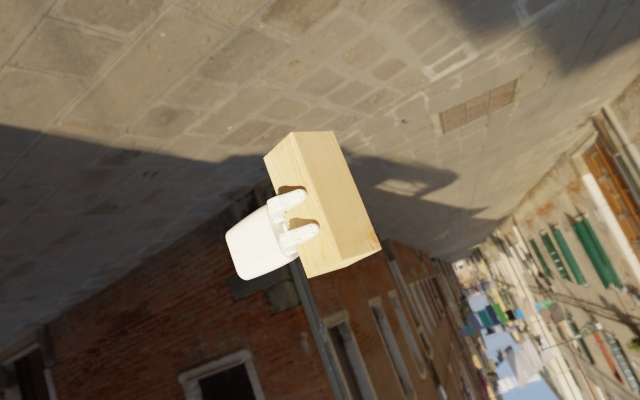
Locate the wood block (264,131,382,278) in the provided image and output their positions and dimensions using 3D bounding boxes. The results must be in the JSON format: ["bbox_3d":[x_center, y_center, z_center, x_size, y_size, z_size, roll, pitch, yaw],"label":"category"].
[{"bbox_3d":[0.000,0.003,0.748,0.091,0.206,0.090,-9,-18,-42],"label":"wood block"}]
